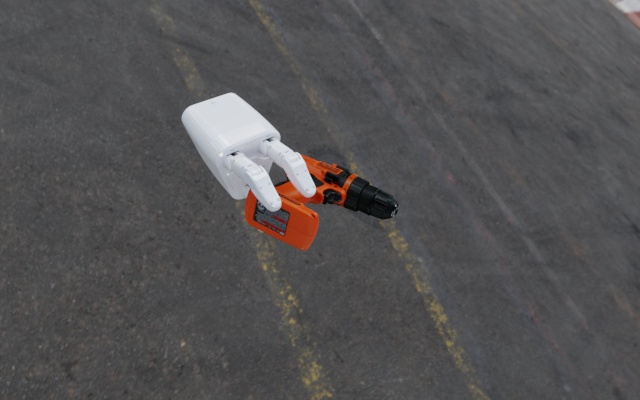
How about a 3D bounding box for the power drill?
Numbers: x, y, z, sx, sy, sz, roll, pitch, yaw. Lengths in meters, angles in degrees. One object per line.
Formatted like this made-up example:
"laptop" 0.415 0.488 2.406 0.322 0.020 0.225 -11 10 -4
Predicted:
"power drill" 0.000 0.002 0.662 0.184 0.057 0.187 23 26 20
